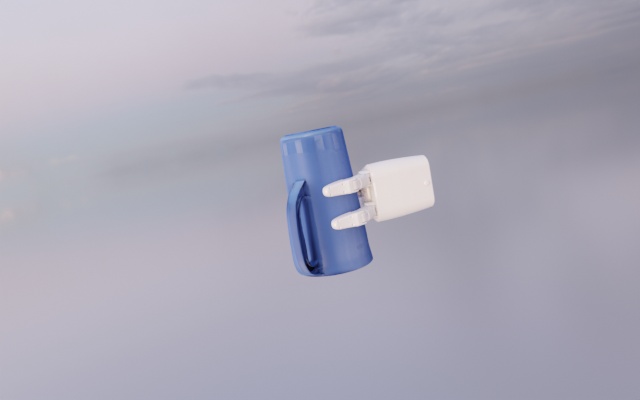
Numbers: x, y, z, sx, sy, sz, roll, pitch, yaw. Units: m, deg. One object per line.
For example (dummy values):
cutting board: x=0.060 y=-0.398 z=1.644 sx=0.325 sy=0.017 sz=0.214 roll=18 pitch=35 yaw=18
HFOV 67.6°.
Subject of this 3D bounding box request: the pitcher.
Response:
pitcher: x=0.000 y=0.003 z=0.810 sx=0.145 sy=0.243 sz=0.149 roll=-13 pitch=8 yaw=-11
